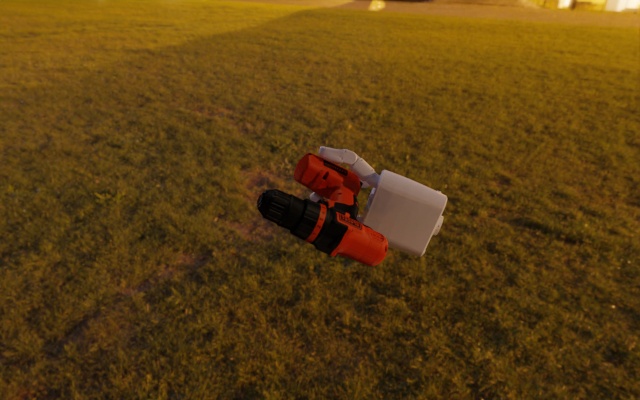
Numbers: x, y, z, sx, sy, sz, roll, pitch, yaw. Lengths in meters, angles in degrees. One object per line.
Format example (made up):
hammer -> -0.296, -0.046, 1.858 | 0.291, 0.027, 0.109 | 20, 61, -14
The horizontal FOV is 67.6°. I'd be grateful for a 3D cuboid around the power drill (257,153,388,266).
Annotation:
power drill -> 0.000, 0.002, 0.676 | 0.184, 0.057, 0.187 | 27, 26, -17
